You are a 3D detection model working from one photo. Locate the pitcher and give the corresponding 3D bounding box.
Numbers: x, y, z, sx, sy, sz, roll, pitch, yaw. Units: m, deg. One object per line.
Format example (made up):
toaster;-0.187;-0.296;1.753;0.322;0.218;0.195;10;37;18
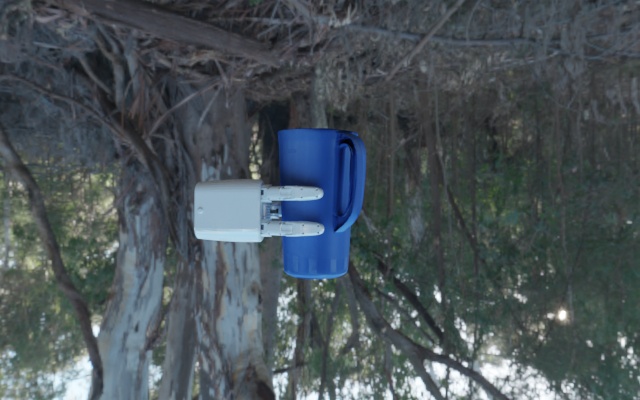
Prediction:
pitcher;0.000;0.003;0.786;0.145;0.243;0.149;1;1;4
